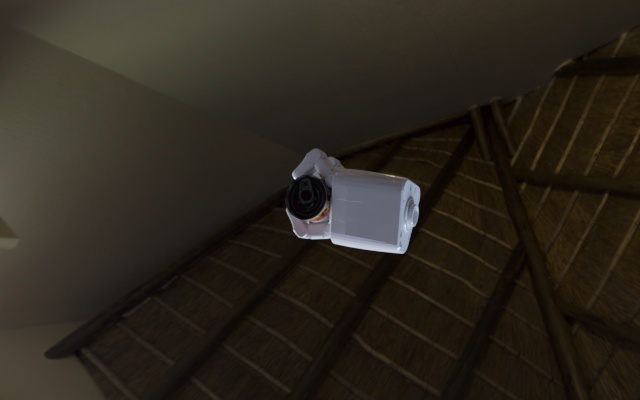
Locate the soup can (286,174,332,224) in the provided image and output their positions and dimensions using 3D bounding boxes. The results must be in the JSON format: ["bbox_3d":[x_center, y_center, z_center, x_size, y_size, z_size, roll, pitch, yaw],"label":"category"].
[{"bbox_3d":[0.000,0.003,0.741,0.068,0.068,0.102,0,-8,26],"label":"soup can"}]
